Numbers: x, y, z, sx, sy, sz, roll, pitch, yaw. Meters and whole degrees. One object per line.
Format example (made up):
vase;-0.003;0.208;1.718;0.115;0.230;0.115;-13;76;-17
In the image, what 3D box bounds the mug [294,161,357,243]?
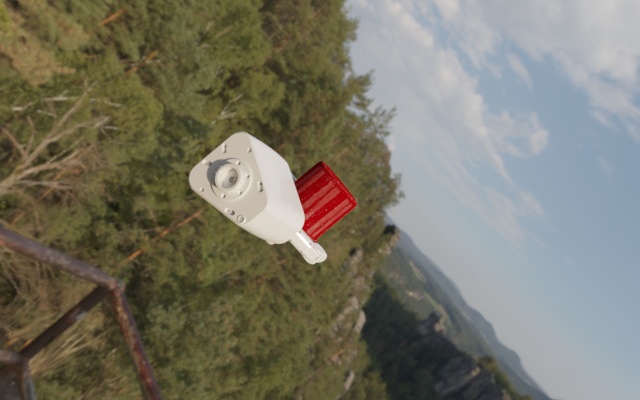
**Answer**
mug;0.001;0.002;0.682;0.081;0.093;0.117;-40;-22;6
